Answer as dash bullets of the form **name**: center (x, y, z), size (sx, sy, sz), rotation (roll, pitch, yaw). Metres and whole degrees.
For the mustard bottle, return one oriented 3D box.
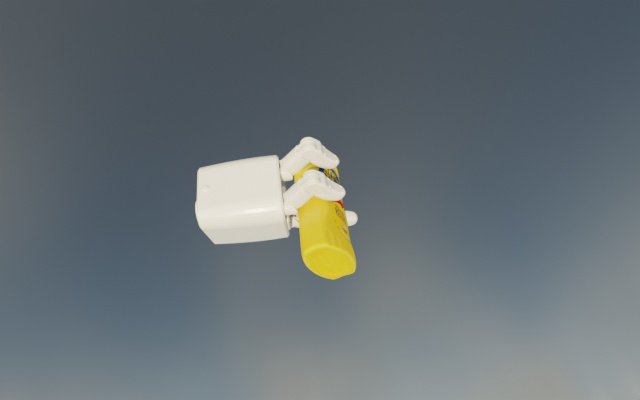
- **mustard bottle**: center (0.000, 0.002, 0.639), size (0.058, 0.191, 0.096), rotation (-22, -37, 17)
